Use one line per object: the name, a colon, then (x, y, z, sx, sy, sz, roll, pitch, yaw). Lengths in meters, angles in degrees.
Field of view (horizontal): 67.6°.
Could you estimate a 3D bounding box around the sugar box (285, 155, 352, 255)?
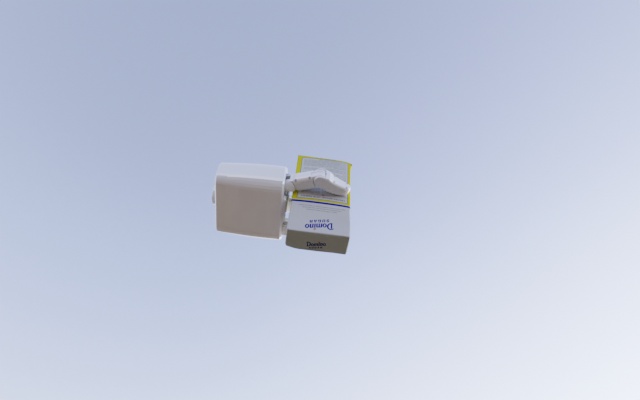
sugar box: (0.000, 0.003, 0.749, 0.093, 0.048, 0.176, 8, 45, -2)
